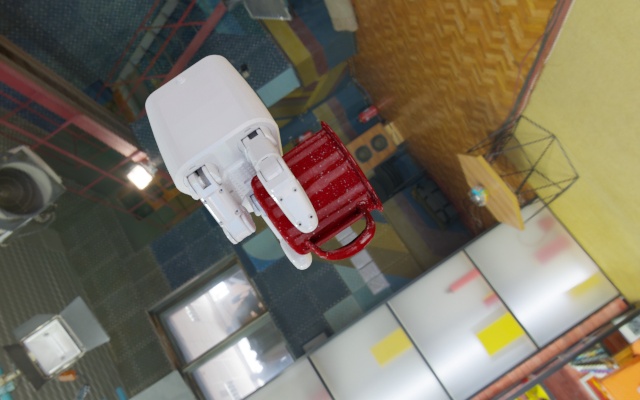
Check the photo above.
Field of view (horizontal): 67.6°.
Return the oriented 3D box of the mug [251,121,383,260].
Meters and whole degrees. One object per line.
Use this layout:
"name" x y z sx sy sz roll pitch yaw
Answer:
"mug" 0.001 0.002 0.403 0.081 0.117 0.093 -34 -34 1
